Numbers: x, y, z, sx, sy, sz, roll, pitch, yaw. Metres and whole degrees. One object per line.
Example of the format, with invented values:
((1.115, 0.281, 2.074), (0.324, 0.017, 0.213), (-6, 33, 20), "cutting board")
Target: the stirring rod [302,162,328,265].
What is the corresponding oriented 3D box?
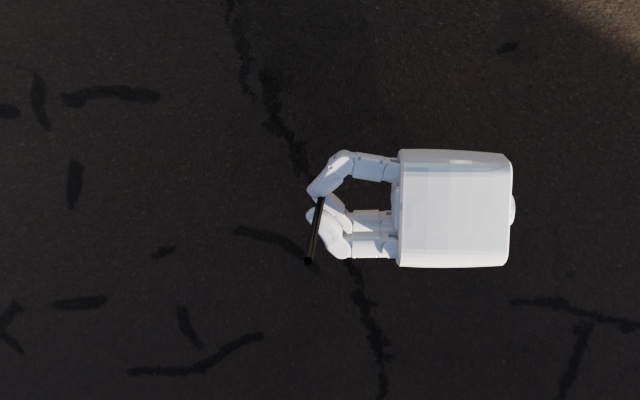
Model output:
((0.000, 0.001, 0.485), (0.011, 0.011, 0.239), (0, 22, 5), "stirring rod")
